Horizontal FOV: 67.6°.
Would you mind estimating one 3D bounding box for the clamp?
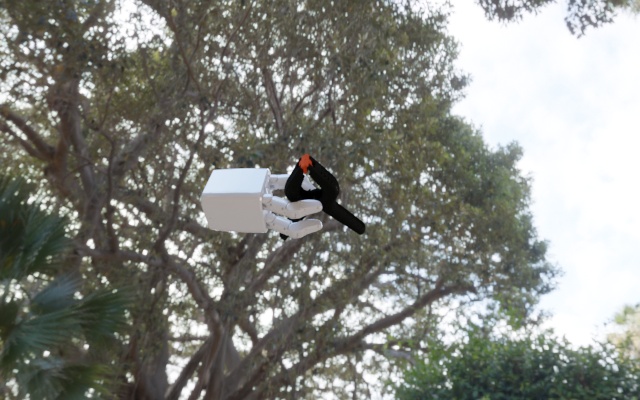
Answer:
[{"bbox_3d":[0.000,0.002,0.844,0.164,0.036,0.210,-1,-41,2],"label":"clamp"}]
